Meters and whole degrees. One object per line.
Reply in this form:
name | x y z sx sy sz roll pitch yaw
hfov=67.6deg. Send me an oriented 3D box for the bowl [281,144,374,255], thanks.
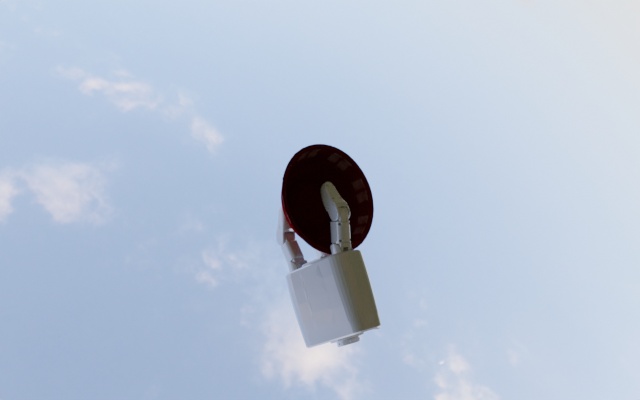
bowl | 0.000 0.001 0.695 0.162 0.162 0.055 0 -13 -37
